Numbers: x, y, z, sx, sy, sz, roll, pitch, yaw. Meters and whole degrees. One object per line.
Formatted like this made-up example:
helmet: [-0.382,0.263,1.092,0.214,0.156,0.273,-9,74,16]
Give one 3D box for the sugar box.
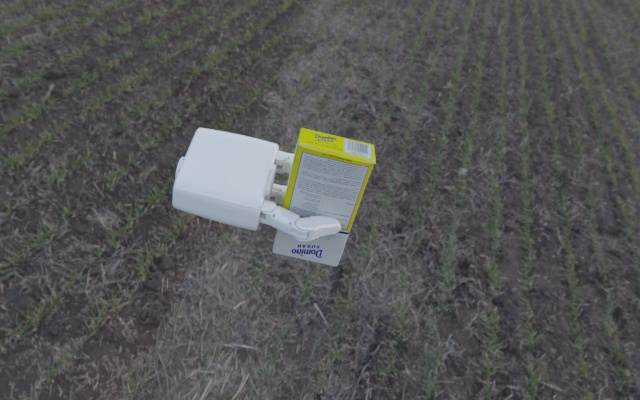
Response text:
sugar box: [0.000,0.002,0.603,0.093,0.176,0.048,13,40,-5]
